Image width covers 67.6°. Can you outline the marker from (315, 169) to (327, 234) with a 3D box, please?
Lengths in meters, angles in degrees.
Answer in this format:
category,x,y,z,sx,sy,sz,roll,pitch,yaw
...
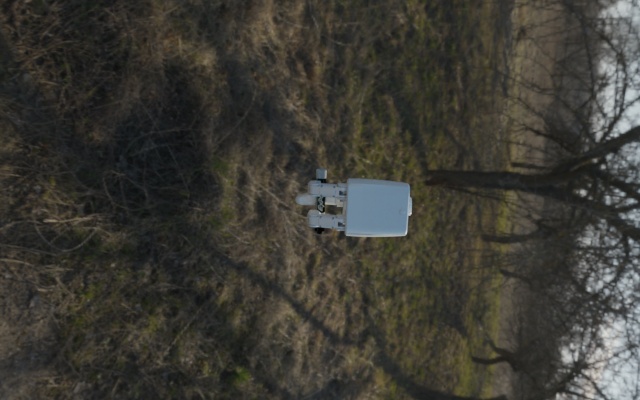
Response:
category,x,y,z,sx,sy,sz,roll,pitch,yaw
marker,0.000,0.003,0.877,0.020,0.121,0.020,2,13,0
